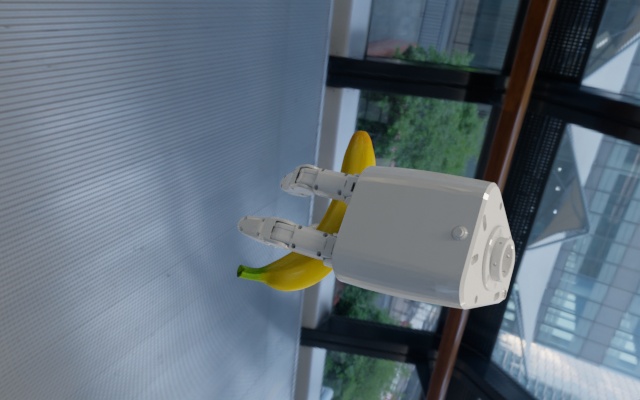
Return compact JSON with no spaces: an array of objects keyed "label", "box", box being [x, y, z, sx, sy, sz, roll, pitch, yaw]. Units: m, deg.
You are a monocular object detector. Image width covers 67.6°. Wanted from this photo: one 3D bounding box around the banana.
[{"label":"banana","box":[0.009,0.017,0.456,0.037,0.070,0.197,-5,40,54]}]
